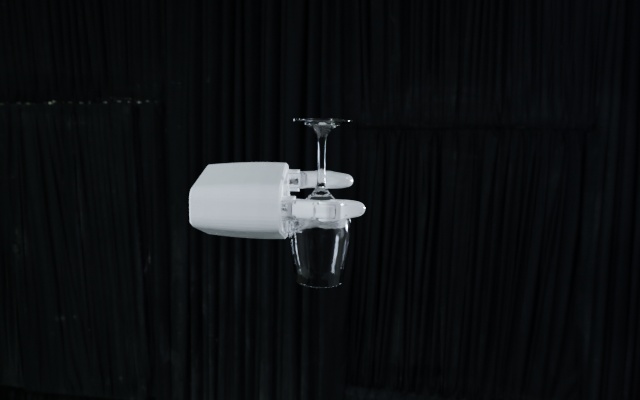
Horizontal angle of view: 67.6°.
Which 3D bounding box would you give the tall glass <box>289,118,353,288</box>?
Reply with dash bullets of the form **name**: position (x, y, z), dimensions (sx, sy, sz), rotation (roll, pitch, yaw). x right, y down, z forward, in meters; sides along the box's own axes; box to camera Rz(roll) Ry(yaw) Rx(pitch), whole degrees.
- **tall glass**: position (0.000, 0.001, 0.589), dimensions (0.079, 0.201, 0.079), rotation (1, 7, 0)
